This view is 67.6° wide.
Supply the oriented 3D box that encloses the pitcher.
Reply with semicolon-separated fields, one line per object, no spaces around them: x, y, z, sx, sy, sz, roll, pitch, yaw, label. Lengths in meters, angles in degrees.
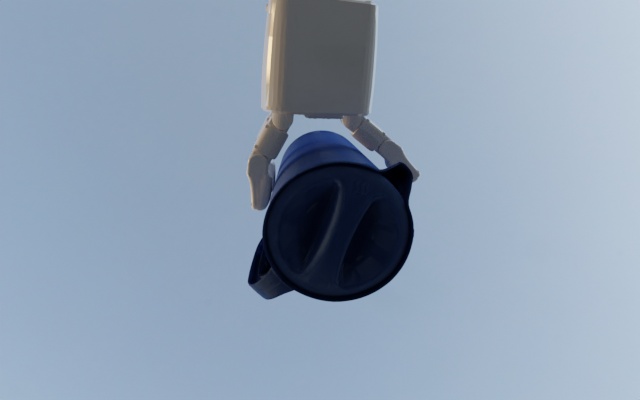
0.000;0.002;0.525;0.149;0.145;0.242;1;18;-4;pitcher
